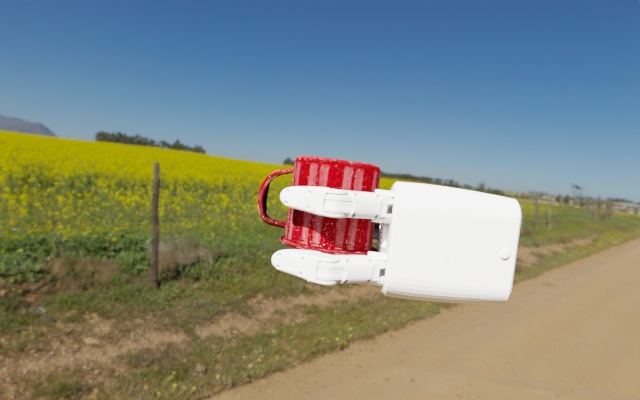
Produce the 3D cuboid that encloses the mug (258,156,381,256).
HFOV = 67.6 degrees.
[{"bbox_3d":[-0.001,0.001,0.448,0.117,0.081,0.093,7,3,1],"label":"mug"}]
